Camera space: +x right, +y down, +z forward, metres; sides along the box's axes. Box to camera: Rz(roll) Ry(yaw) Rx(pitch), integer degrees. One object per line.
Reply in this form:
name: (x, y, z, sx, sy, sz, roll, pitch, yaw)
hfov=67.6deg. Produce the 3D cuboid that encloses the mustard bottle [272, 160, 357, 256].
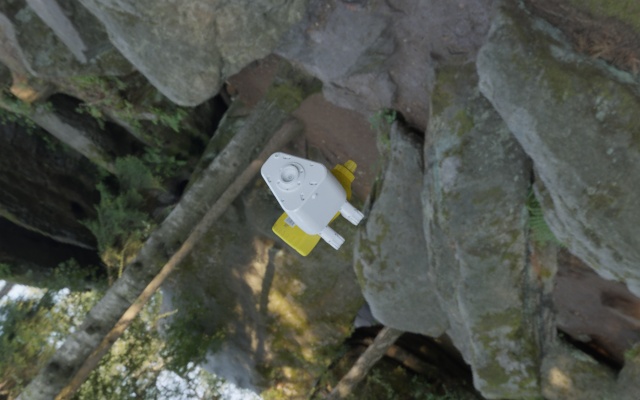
mustard bottle: (0.000, 0.003, 0.872, 0.058, 0.191, 0.096, 43, -7, -38)
